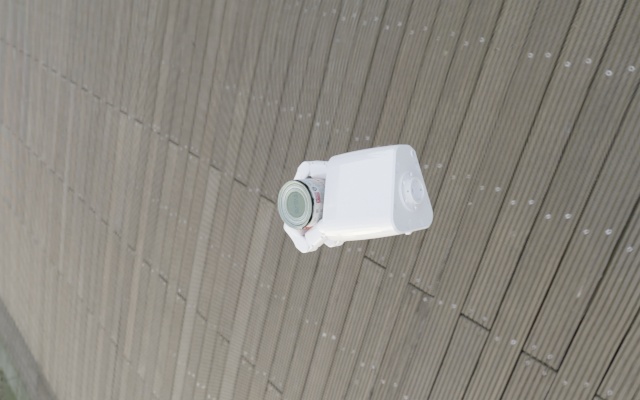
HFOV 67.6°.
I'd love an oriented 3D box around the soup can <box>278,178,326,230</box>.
[{"bbox_3d":[0.000,0.002,0.662,0.068,0.068,0.102,0,4,43],"label":"soup can"}]
